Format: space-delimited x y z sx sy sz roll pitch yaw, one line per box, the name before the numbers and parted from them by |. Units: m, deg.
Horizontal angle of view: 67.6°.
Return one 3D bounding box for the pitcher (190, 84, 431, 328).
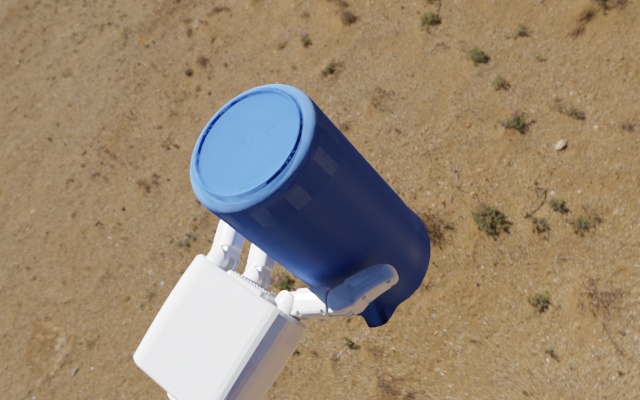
pitcher | 0.000 0.002 0.431 0.149 0.145 0.243 29 -10 37
